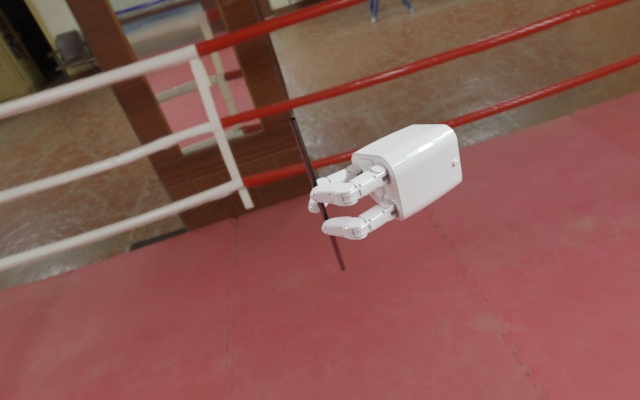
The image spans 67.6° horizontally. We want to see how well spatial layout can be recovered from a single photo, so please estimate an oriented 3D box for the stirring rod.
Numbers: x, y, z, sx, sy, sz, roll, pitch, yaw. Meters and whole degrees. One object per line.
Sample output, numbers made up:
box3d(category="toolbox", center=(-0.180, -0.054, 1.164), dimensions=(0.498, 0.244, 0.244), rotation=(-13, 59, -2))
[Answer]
box3d(category="stirring rod", center=(0.000, 0.002, 0.615), dimensions=(0.011, 0.240, 0.011), rotation=(-13, 34, 9))
